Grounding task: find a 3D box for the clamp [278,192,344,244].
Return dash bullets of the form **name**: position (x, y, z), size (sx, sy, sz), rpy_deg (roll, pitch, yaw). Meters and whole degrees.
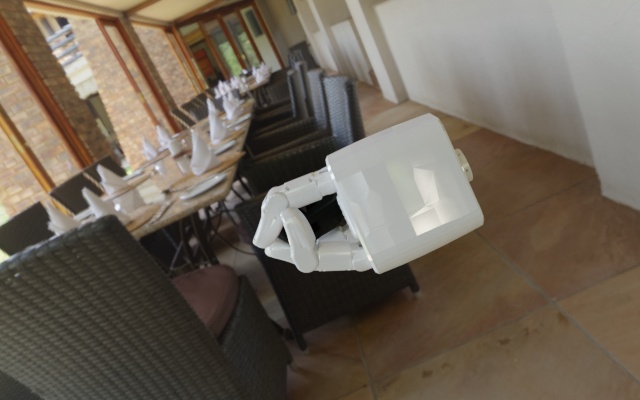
- **clamp**: position (0.000, 0.001, 0.518), size (0.120, 0.039, 0.171), rpy_deg (-25, 18, 6)
